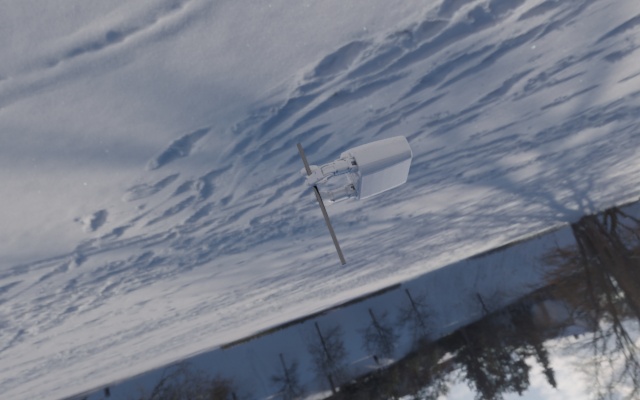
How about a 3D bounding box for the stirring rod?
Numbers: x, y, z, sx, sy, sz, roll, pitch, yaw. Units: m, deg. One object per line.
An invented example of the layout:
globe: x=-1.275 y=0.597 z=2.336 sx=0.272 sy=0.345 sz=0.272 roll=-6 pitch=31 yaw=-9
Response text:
stirring rod: x=0.000 y=0.003 z=0.867 sx=0.011 sy=0.239 sz=0.011 roll=-20 pitch=-14 yaw=-5
